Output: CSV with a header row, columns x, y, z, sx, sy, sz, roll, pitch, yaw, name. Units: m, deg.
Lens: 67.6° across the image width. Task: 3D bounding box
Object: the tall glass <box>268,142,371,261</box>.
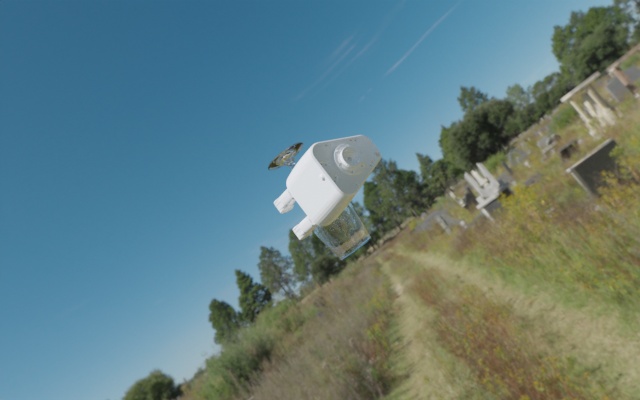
x,y,z,sx,sy,sz,roll,pitch,yaw,name
0.000,0.002,0.800,0.079,0.201,0.079,-36,-8,-6,tall glass
